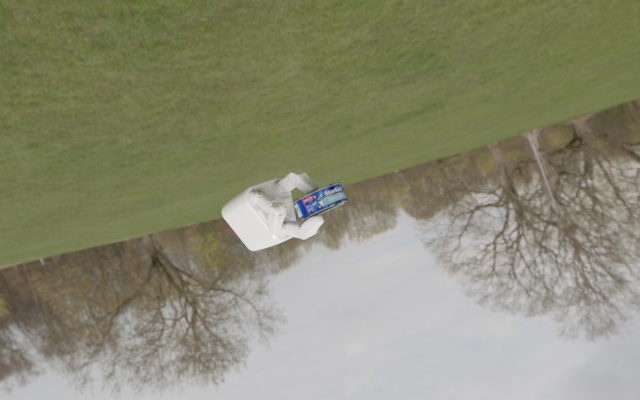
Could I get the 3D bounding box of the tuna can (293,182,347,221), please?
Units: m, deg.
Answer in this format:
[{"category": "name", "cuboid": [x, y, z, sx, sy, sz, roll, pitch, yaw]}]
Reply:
[{"category": "tuna can", "cuboid": [0.000, 0.003, 0.788, 0.086, 0.033, 0.086, -23, -5, -2]}]
